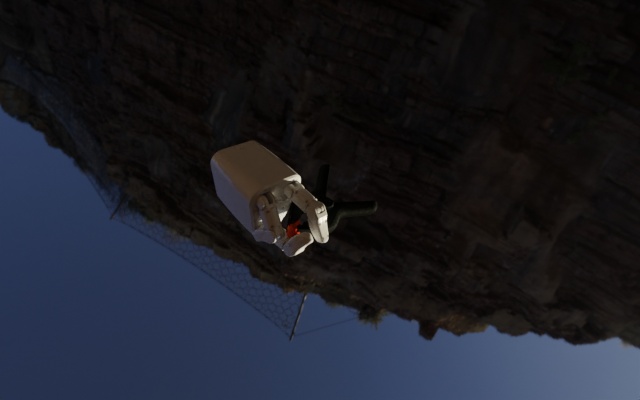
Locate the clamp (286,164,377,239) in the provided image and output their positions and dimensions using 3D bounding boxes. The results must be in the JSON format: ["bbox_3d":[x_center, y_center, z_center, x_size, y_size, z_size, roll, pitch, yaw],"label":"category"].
[{"bbox_3d":[0.000,0.003,0.764,0.171,0.039,0.120,-24,56,-41],"label":"clamp"}]
